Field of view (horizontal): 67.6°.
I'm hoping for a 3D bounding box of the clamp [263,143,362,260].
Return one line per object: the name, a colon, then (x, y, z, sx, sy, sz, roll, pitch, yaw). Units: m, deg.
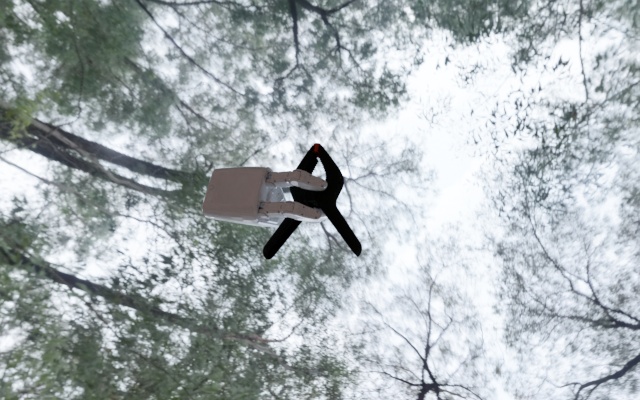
clamp: (0.000, 0.002, 0.788, 0.164, 0.210, 0.036, 3, -22, 20)
